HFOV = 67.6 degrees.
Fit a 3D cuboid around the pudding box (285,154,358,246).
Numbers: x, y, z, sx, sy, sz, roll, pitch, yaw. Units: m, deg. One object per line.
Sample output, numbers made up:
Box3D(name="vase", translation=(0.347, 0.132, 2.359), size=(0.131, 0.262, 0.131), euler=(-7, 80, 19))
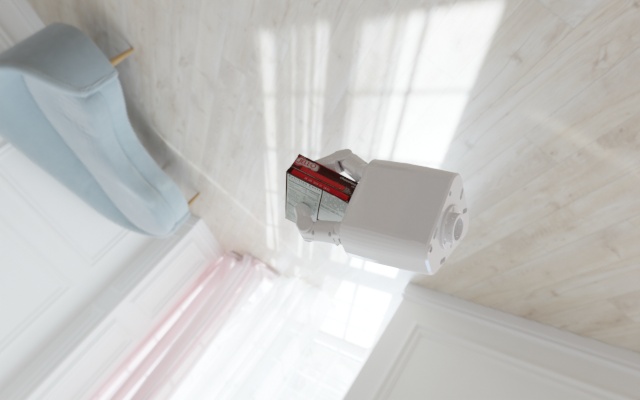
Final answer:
Box3D(name="pudding box", translation=(0.000, 0.002, 0.617), size=(0.090, 0.039, 0.114), euler=(28, -33, 13))
